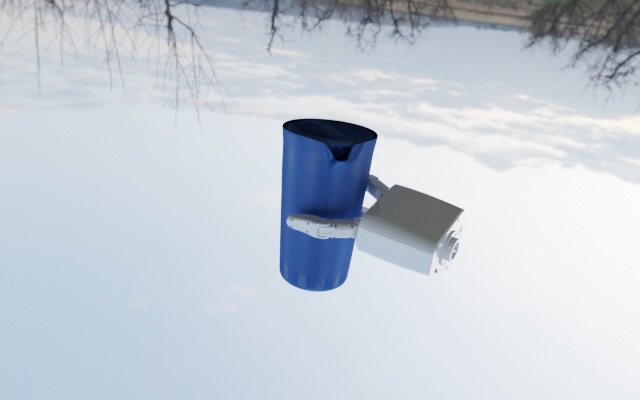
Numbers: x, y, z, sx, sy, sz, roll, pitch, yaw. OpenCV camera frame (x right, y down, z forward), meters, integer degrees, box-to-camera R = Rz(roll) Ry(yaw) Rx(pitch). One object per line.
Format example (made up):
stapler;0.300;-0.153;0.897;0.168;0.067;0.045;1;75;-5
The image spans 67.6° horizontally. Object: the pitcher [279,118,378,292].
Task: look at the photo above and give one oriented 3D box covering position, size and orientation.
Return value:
pitcher;0.000;0.002;0.712;0.145;0.243;0.149;20;25;28
